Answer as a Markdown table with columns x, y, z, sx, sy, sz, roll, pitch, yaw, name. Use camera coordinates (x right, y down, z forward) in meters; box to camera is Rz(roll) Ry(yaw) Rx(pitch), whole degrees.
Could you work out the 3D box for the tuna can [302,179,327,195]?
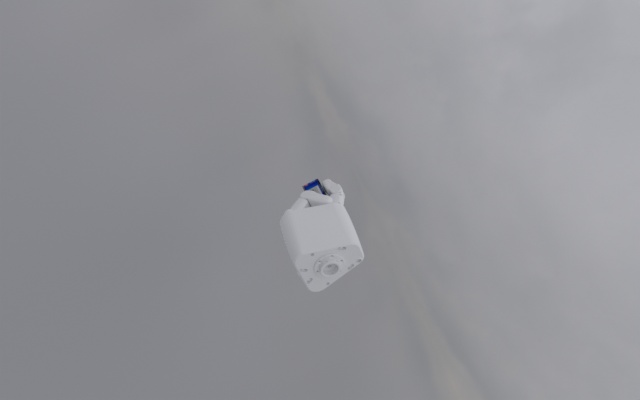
| x | y | z | sx | sy | sz | roll | pitch | yaw | name |
| --- | --- | --- | --- | --- | --- | --- | --- | --- | --- |
| 0.001 | 0.003 | 0.894 | 0.034 | 0.086 | 0.086 | -28 | -1 | 1 | tuna can |
